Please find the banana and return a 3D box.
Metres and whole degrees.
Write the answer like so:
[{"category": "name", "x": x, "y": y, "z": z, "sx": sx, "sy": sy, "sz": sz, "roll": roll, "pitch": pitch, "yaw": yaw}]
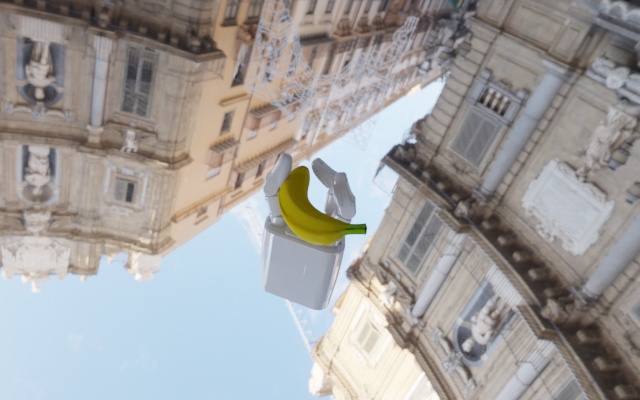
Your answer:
[{"category": "banana", "x": -0.016, "y": 0.006, "z": 0.579, "sx": 0.069, "sy": 0.037, "sz": 0.197, "roll": -9, "pitch": 28, "yaw": -20}]
